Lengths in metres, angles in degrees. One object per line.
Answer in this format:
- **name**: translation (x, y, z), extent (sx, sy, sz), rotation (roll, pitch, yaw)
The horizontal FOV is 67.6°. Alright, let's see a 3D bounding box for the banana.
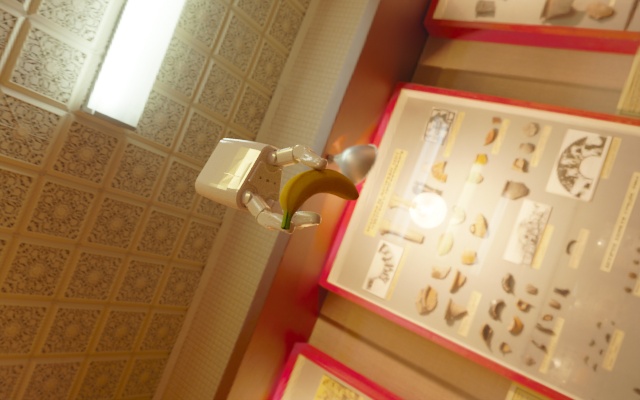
- **banana**: translation (-0.002, -0.015, 0.715), extent (0.037, 0.070, 0.198), rotation (10, 19, 35)
